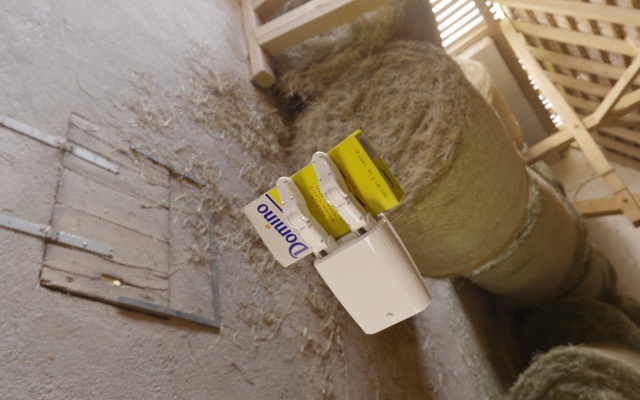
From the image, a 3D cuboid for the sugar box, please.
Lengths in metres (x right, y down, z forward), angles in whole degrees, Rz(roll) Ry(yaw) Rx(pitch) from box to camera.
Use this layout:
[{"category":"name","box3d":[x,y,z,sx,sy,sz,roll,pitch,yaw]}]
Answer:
[{"category":"sugar box","box3d":[0.000,0.002,0.570,0.176,0.093,0.048,-33,4,24]}]
